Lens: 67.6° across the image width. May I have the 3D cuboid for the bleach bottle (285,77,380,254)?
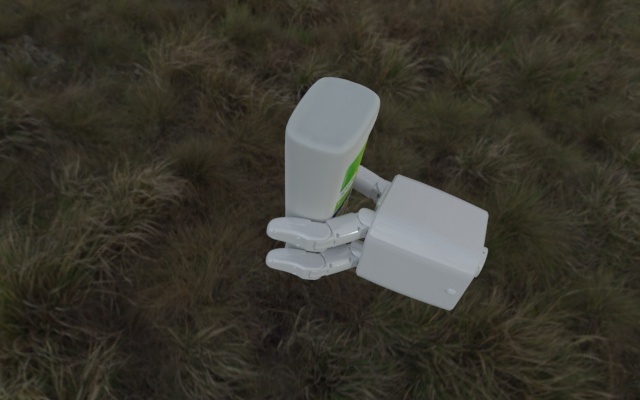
[{"bbox_3d":[0.000,0.002,0.510,0.068,0.102,0.251,22,-38,11],"label":"bleach bottle"}]
